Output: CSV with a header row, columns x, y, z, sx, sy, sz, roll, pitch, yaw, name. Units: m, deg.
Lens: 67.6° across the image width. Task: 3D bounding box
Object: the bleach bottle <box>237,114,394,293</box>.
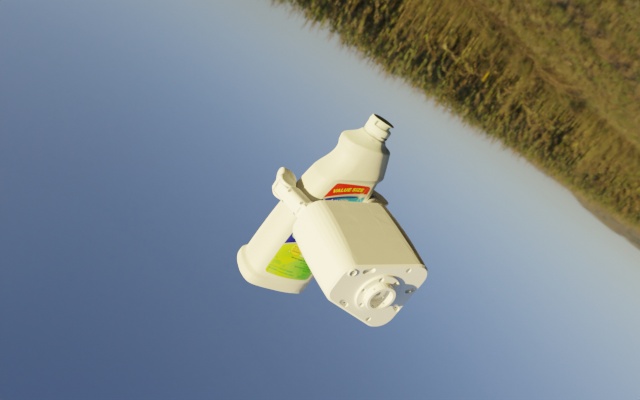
x,y,z,sx,sy,sz,roll,pitch,yaw,name
0.000,0.002,0.590,0.102,0.251,0.068,21,25,-32,bleach bottle
